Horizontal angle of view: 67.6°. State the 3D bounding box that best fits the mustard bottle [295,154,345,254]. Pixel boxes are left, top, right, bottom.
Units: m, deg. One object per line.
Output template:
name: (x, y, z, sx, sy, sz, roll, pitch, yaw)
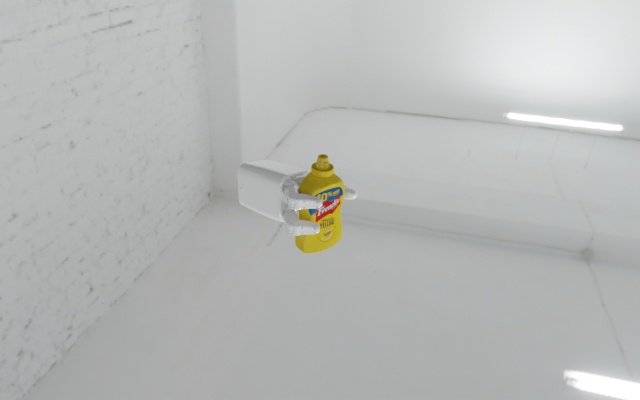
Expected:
mustard bottle: (0.000, 0.003, 0.892, 0.096, 0.192, 0.058, -18, 36, -30)
